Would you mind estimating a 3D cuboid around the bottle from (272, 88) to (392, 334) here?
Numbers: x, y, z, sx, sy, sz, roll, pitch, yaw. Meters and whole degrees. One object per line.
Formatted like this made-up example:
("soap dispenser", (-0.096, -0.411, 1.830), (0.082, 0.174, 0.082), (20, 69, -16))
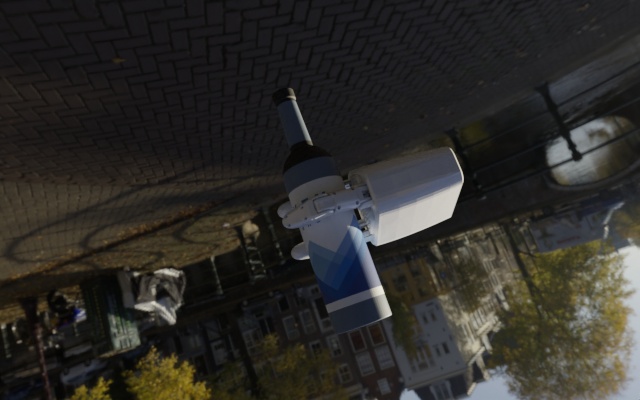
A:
("bottle", (0.000, 0.002, 0.560), (0.069, 0.295, 0.069), (-18, -13, -4))
